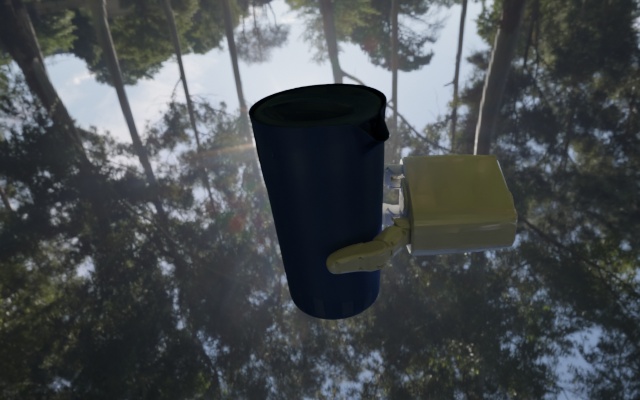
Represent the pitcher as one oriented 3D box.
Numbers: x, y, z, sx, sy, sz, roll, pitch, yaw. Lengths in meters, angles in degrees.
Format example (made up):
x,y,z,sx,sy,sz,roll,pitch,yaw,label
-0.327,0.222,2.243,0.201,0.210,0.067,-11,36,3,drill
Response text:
x,y,z,sx,sy,sz,roll,pitch,yaw,label
0.000,0.002,0.521,0.145,0.243,0.149,-4,29,2,pitcher
